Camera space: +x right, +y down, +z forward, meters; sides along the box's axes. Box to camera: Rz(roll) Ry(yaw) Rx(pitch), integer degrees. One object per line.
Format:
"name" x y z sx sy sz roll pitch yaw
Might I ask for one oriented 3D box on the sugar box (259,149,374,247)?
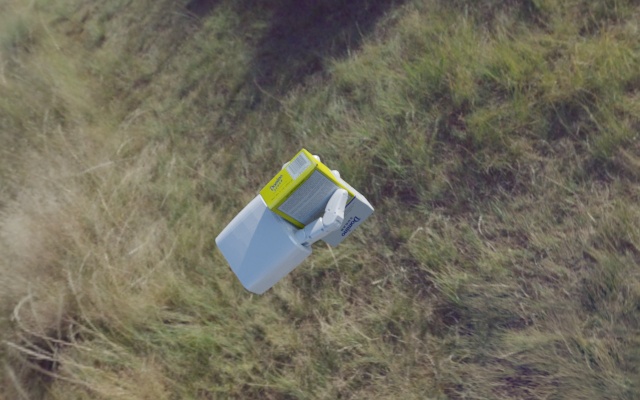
"sugar box" 0.000 0.002 0.722 0.176 0.093 0.048 35 15 -52
